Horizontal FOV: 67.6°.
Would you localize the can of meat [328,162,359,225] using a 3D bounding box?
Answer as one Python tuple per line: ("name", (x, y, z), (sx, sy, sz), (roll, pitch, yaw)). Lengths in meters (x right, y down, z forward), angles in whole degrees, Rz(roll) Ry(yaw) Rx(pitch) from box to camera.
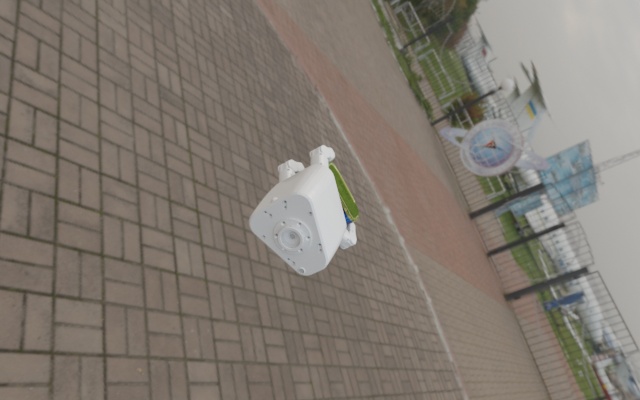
("can of meat", (0.000, 0.002, 0.727), (0.084, 0.102, 0.057), (-26, 9, 22))
